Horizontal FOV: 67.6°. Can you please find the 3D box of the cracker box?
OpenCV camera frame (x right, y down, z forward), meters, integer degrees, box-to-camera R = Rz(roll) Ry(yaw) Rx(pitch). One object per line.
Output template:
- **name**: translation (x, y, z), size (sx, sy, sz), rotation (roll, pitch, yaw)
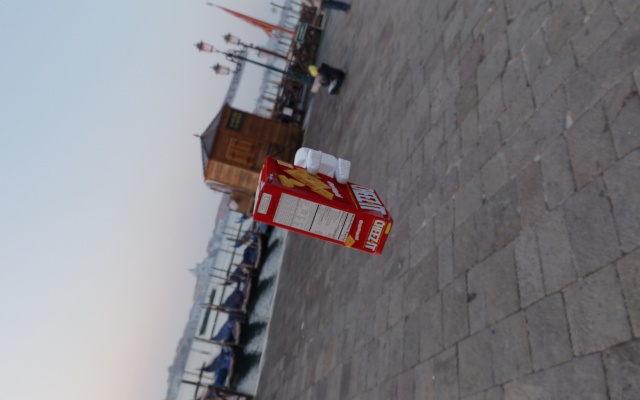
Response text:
- **cracker box**: translation (0.000, 0.003, 0.803), size (0.214, 0.072, 0.164), rotation (16, 17, -10)
